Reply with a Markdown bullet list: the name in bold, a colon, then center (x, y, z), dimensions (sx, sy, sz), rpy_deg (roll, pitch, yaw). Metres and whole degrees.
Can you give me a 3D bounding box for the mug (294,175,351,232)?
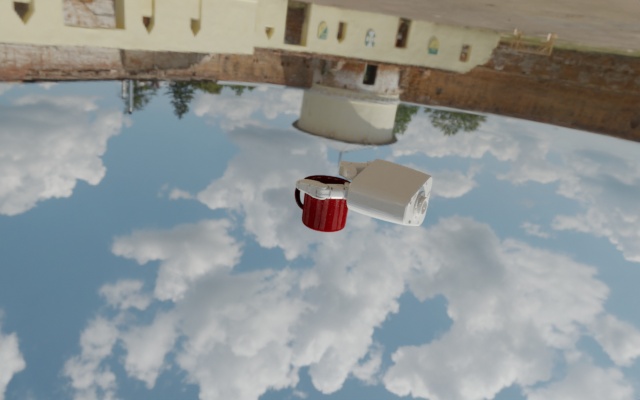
- **mug**: center (-0.001, 0.003, 0.869), dimensions (0.117, 0.081, 0.093), rpy_deg (19, 22, 29)
